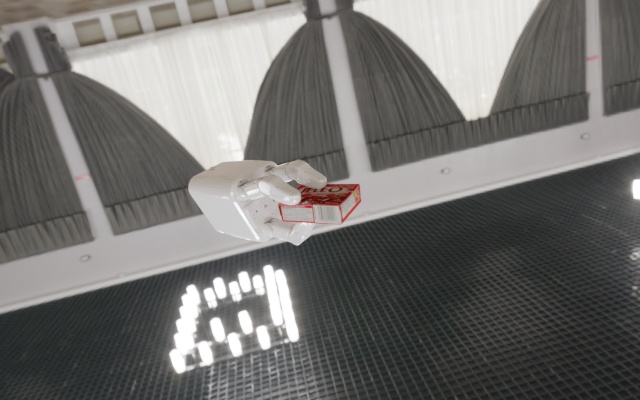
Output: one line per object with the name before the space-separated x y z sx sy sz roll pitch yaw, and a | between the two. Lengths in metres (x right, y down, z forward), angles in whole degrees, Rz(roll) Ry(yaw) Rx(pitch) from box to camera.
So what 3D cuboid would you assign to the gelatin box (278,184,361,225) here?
gelatin box | 0.000 0.003 0.631 0.089 0.030 0.073 2 24 26
